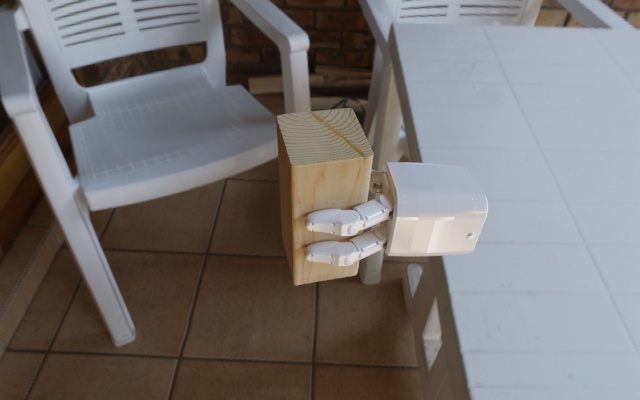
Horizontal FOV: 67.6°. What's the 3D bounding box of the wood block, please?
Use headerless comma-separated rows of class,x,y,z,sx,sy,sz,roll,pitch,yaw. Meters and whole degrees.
wood block,0.000,0.002,0.582,0.090,0.206,0.090,-8,46,-10
